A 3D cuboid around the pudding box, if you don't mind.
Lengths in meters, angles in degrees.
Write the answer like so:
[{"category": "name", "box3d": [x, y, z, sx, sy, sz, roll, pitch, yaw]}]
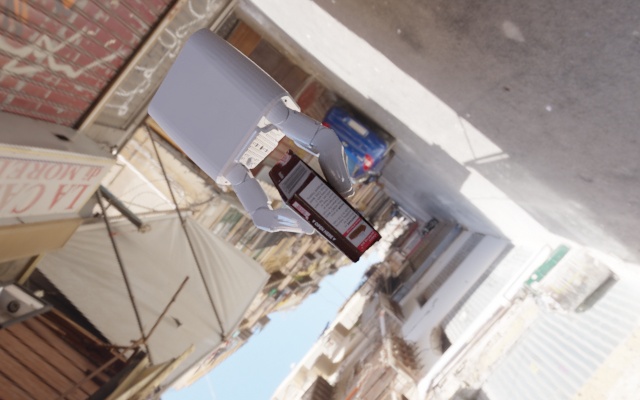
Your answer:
[{"category": "pudding box", "box3d": [0.000, 0.002, 0.451, 0.090, 0.039, 0.113, 42, 4, -21]}]
